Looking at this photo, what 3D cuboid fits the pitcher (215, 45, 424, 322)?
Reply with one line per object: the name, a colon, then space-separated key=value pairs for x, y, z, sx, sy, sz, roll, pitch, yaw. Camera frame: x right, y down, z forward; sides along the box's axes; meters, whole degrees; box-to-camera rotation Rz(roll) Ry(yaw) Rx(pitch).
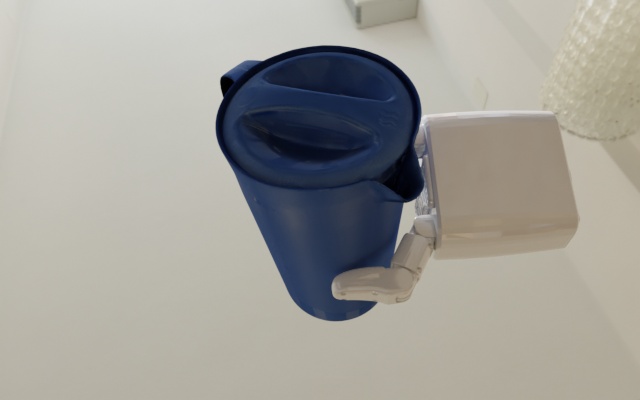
pitcher: x=0.000 y=0.001 z=0.404 sx=0.145 sy=0.149 sz=0.243 roll=-4 pitch=-36 yaw=3
